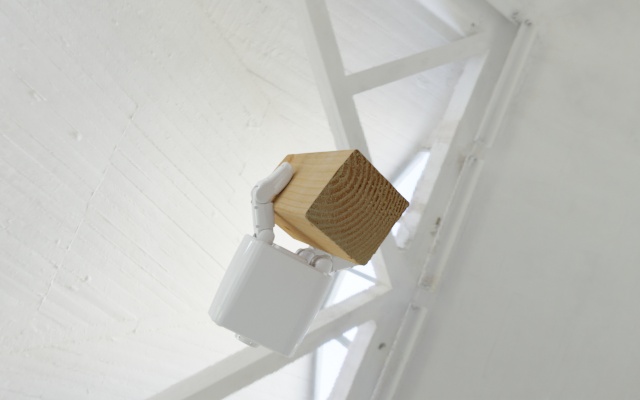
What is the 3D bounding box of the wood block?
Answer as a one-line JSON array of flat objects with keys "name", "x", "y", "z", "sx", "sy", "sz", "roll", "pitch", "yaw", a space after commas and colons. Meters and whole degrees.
[{"name": "wood block", "x": 0.000, "y": 0.002, "z": 0.579, "sx": 0.091, "sy": 0.090, "sz": 0.206, "roll": 42, "pitch": -13, "yaw": -20}]
